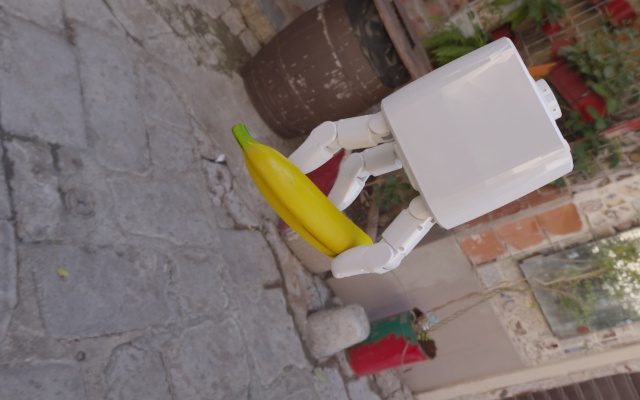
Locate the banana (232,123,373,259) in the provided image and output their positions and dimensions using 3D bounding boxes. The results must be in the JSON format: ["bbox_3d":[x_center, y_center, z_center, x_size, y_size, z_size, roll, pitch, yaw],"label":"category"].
[{"bbox_3d":[0.000,0.012,0.414,0.037,0.069,0.198,-31,-53,18],"label":"banana"}]
